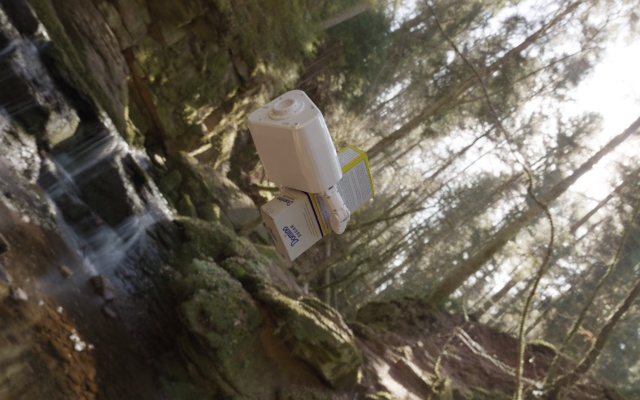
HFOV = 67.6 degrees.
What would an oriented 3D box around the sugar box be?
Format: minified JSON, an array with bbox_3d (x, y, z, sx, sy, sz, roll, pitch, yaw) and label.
[{"bbox_3d":[0.000,0.002,0.718,0.176,0.093,0.048,-34,42,-19],"label":"sugar box"}]
